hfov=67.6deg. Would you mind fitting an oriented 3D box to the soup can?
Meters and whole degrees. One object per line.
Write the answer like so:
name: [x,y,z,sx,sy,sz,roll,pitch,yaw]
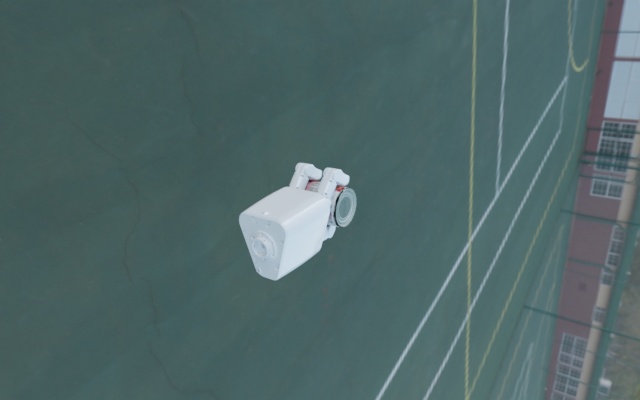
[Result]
soup can: [0.001,0.003,0.800,0.102,0.068,0.068,12,6,32]
